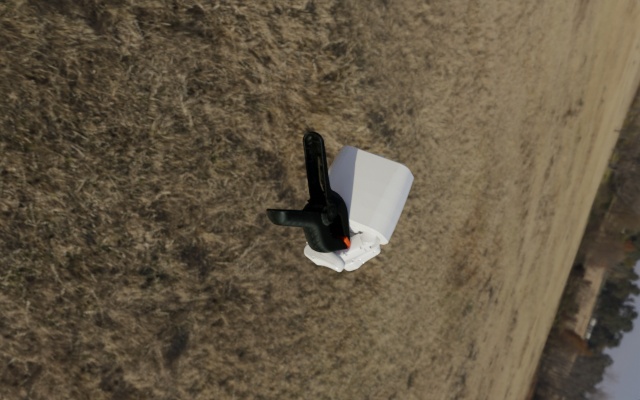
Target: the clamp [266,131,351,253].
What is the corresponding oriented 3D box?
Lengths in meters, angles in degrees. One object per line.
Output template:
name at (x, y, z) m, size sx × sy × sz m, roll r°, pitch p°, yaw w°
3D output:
clamp at (0.001, 0.002, 0.578) m, size 0.039 × 0.120 × 0.171 m, roll 15°, pitch -18°, yaw 30°
